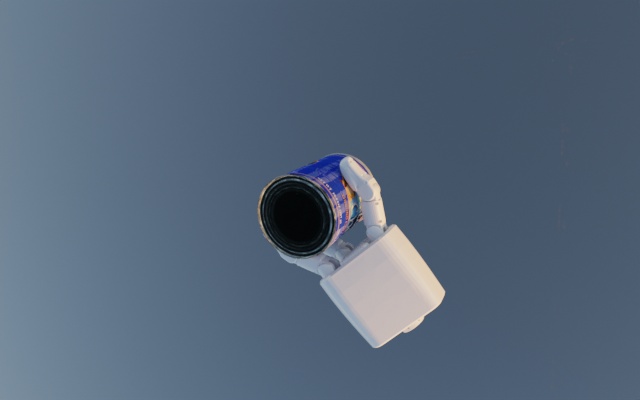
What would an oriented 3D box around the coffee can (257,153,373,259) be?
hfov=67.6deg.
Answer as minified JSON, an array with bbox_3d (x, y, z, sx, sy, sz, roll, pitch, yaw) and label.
[{"bbox_3d":[0.000,0.002,0.607,0.103,0.103,0.140,0,15,26],"label":"coffee can"}]
